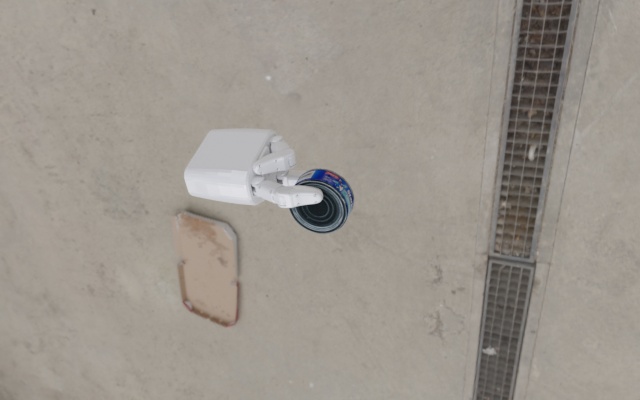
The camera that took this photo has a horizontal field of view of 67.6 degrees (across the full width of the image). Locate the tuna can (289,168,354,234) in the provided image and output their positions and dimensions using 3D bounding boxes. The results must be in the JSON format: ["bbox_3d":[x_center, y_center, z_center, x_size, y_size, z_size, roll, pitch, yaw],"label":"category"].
[{"bbox_3d":[0.000,0.002,0.645,0.086,0.086,0.033,0,30,21],"label":"tuna can"}]
